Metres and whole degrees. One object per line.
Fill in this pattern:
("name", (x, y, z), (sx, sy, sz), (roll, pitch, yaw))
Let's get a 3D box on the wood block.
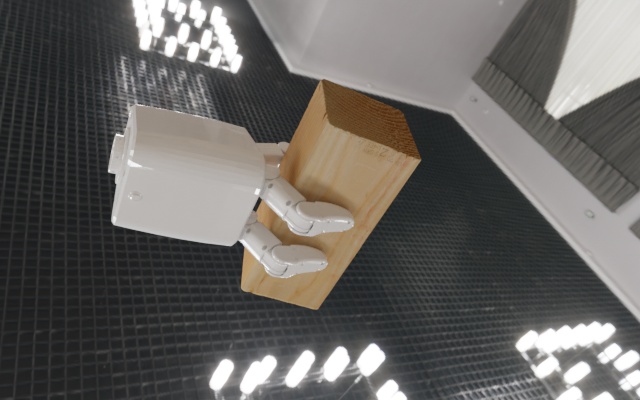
("wood block", (0.000, 0.001, 0.472), (0.090, 0.206, 0.090), (18, 35, -18))
